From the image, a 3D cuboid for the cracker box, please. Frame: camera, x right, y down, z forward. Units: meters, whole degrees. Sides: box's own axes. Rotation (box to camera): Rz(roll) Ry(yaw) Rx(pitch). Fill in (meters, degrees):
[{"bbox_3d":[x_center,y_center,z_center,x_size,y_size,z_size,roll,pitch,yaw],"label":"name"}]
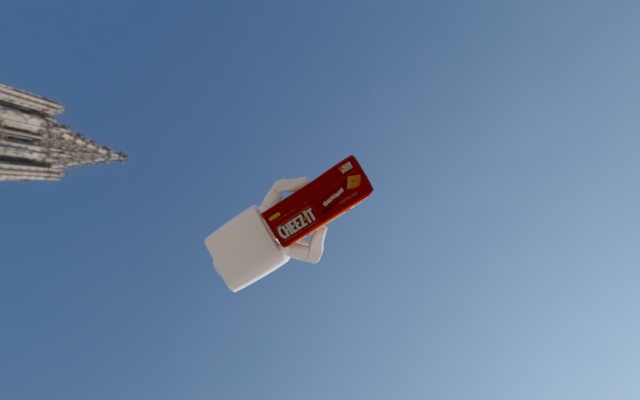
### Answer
[{"bbox_3d":[0.000,0.002,0.805,0.164,0.072,0.213,-33,0,2],"label":"cracker box"}]
